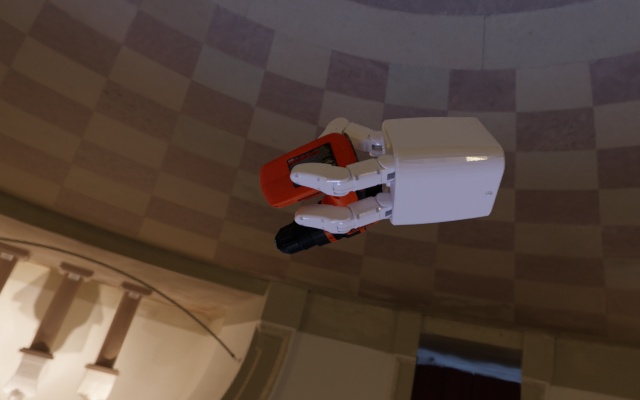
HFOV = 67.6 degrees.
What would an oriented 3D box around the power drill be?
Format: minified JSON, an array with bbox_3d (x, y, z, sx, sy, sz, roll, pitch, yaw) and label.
[{"bbox_3d":[0.000,0.002,0.576,0.184,0.057,0.188,-25,-25,10],"label":"power drill"}]
